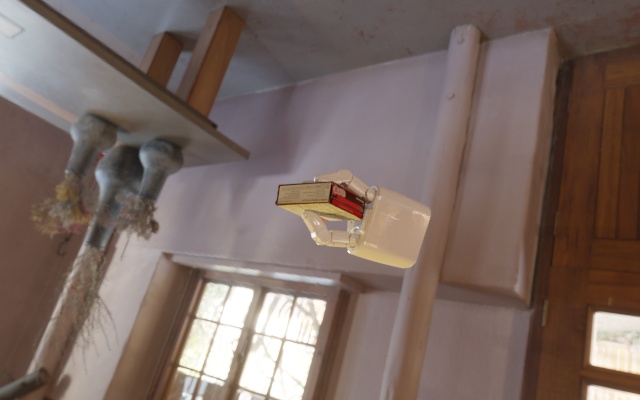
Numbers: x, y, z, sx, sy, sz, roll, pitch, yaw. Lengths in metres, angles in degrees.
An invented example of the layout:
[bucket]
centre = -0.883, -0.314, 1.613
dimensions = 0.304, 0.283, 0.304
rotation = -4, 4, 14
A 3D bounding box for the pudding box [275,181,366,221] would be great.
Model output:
[pudding box]
centre = 0.000, 0.003, 0.746
dimensions = 0.113, 0.039, 0.090
rotation = -4, -22, 39
